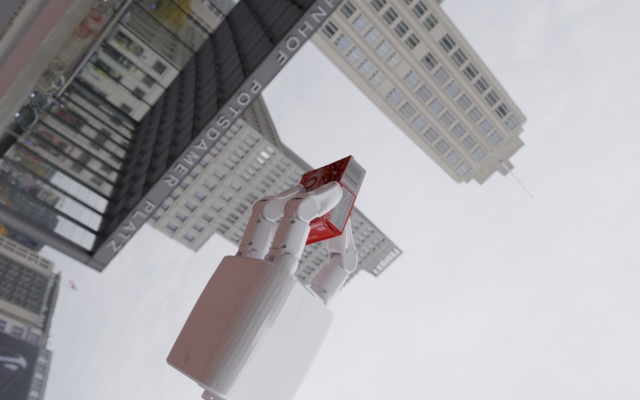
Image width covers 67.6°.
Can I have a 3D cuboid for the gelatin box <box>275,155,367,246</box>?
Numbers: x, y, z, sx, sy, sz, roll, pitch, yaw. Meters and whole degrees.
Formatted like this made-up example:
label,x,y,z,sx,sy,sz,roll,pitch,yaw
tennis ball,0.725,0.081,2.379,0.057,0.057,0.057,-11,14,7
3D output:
label,x,y,z,sx,sy,sz,roll,pitch,yaw
gelatin box,0.000,0.002,0.486,0.073,0.089,0.030,-19,-53,44
